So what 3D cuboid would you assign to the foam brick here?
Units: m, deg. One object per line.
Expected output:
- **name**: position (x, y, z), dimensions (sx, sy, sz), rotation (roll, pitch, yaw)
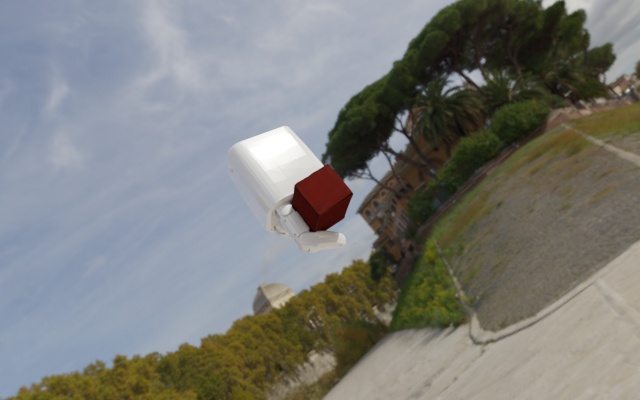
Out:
- **foam brick**: position (0.000, 0.002, 0.594), dimensions (0.053, 0.051, 0.078), rotation (-32, -17, -19)
